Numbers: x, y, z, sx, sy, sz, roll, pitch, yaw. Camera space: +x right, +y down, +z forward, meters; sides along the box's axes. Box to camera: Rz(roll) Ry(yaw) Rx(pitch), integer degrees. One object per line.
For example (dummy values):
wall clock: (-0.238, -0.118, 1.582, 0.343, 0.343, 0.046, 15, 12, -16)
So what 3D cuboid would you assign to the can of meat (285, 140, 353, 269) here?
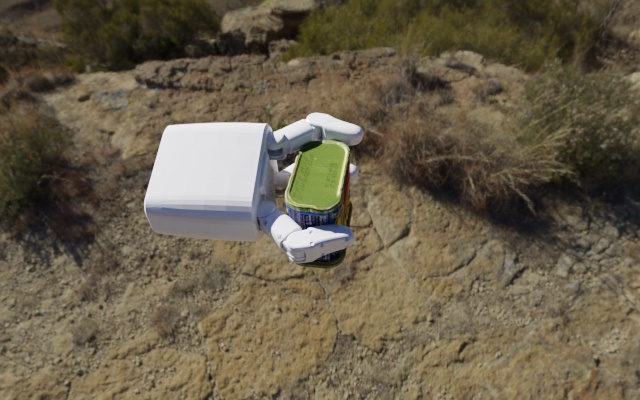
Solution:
can of meat: (0.000, 0.001, 0.475, 0.057, 0.102, 0.084, 5, -44, 8)
